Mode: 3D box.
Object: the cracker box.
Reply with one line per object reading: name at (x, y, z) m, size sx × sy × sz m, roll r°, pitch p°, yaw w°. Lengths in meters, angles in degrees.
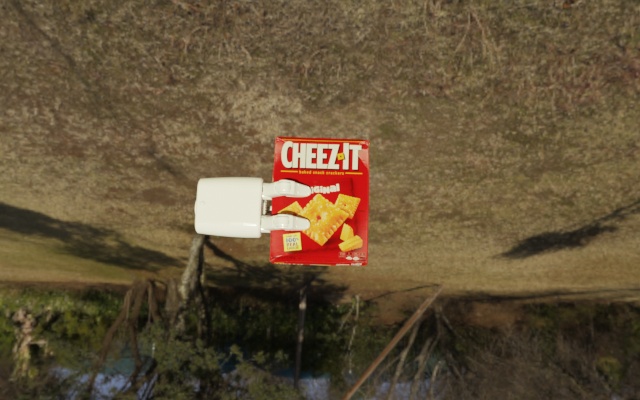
cracker box at (0.000, 0.003, 0.816) m, size 0.164 × 0.213 × 0.072 m, roll 2°, pitch -9°, yaw -1°
